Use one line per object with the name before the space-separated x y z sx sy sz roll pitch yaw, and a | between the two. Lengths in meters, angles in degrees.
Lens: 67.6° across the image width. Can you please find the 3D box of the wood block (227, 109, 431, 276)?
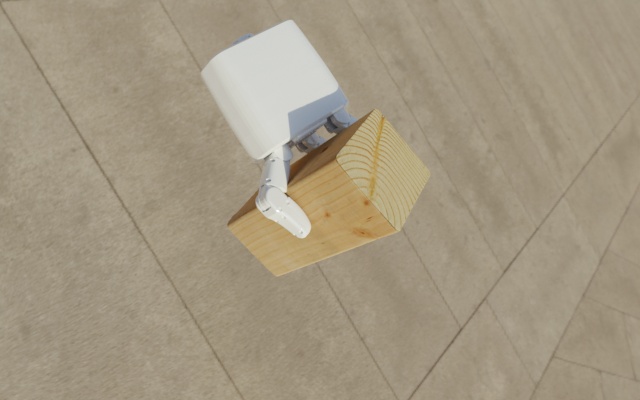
wood block | 0.000 0.002 0.512 0.206 0.090 0.090 -28 19 48
